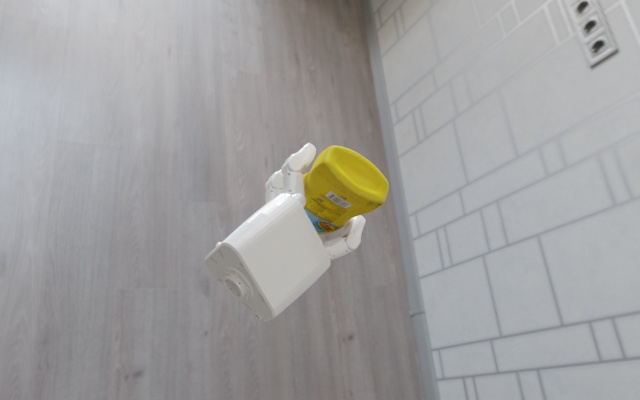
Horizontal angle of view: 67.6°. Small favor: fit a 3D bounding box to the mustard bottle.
[{"bbox_3d":[0.000,0.002,0.649,0.096,0.058,0.192,31,-35,-17],"label":"mustard bottle"}]
